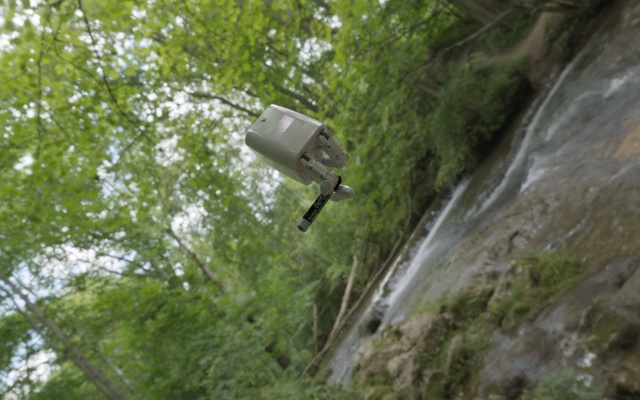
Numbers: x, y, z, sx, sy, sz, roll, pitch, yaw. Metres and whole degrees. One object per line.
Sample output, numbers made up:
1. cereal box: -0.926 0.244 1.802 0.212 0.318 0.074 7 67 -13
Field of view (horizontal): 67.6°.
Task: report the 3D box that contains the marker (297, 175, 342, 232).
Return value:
1. marker: 0.000 0.003 0.809 0.020 0.121 0.020 29 -26 16
